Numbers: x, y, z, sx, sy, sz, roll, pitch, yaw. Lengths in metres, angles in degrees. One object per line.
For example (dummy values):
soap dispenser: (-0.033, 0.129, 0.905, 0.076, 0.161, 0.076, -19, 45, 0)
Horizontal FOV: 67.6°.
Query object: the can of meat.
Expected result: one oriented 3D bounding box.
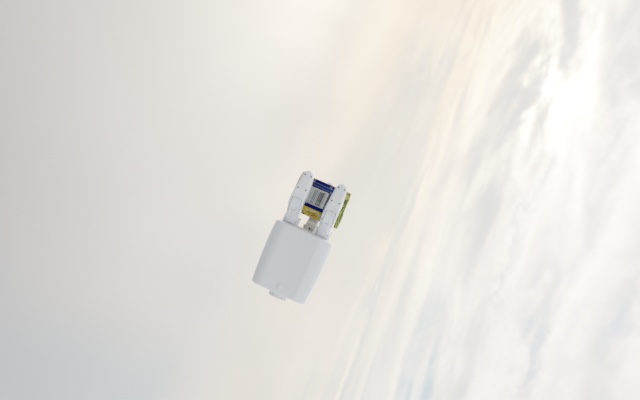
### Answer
can of meat: (0.000, 0.003, 0.781, 0.084, 0.057, 0.102, 24, -11, 5)
